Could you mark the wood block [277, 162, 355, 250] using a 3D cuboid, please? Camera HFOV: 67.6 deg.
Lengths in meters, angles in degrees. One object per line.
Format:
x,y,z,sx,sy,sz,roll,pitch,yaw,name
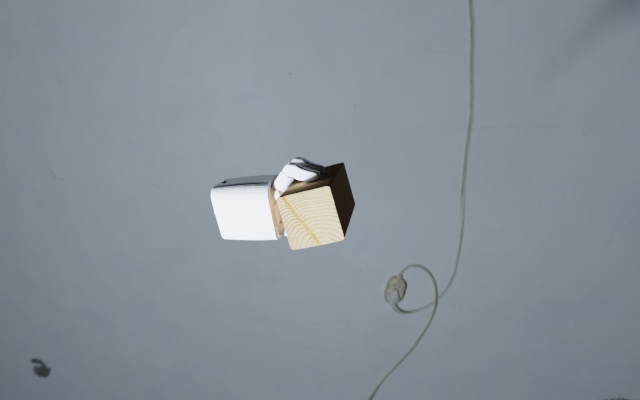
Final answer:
0.000,0.003,0.835,0.090,0.091,0.206,-13,13,12,wood block
